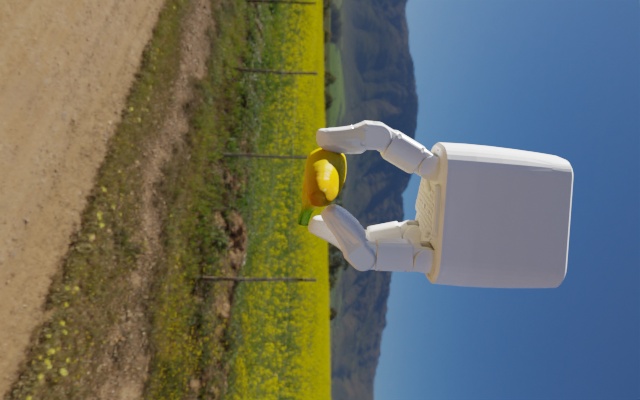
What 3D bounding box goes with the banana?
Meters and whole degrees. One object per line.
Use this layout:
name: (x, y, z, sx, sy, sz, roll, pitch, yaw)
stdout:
banana: (0.002, -0.016, 0.441, 0.037, 0.069, 0.198, 8, -9, -2)
